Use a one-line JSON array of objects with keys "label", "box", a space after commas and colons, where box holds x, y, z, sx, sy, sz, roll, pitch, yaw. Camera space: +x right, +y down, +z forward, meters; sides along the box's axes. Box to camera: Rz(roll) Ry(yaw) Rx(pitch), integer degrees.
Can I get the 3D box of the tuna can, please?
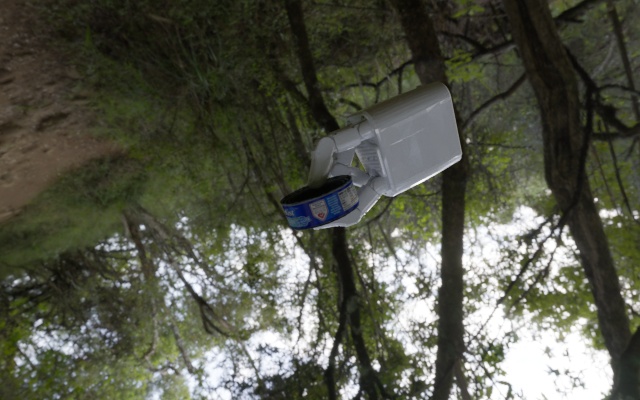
[{"label": "tuna can", "box": [0.000, 0.002, 0.543, 0.086, 0.034, 0.086, -19, 12, 4]}]
